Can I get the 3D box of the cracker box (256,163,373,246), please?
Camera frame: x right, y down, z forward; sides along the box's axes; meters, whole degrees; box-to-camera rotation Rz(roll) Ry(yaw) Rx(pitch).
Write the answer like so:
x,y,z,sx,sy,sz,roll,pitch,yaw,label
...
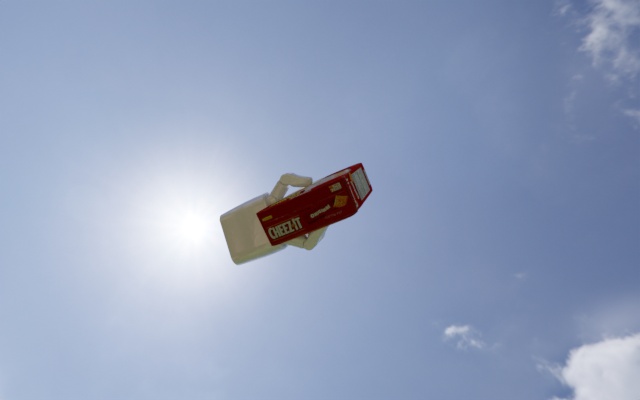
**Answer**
x,y,z,sx,sy,sz,roll,pitch,yaw,label
0.000,0.003,0.871,0.164,0.072,0.213,-23,5,16,cracker box
